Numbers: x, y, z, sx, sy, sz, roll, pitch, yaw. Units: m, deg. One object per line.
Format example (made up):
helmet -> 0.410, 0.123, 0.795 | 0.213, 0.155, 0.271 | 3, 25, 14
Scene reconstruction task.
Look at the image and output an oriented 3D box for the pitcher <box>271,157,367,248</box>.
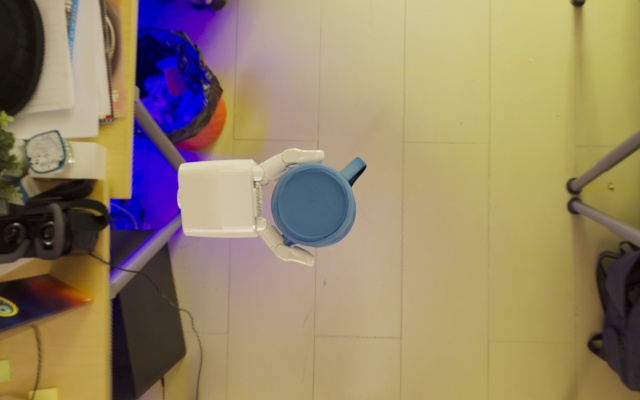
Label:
pitcher -> 0.000, 0.002, 0.719 | 0.145, 0.149, 0.243 | 1, -3, 1
